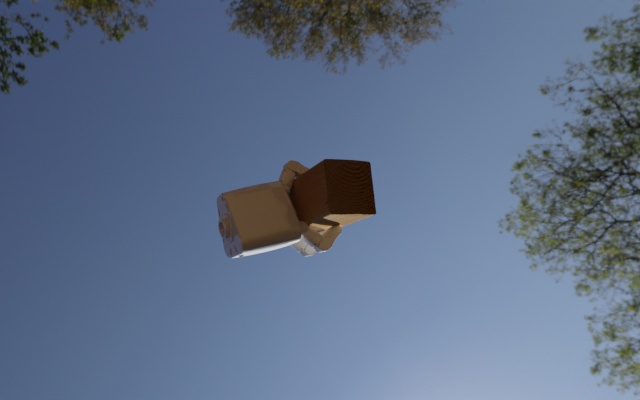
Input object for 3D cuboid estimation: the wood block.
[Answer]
[{"bbox_3d":[0.000,0.002,0.834,0.090,0.090,0.206,1,-14,-28],"label":"wood block"}]
